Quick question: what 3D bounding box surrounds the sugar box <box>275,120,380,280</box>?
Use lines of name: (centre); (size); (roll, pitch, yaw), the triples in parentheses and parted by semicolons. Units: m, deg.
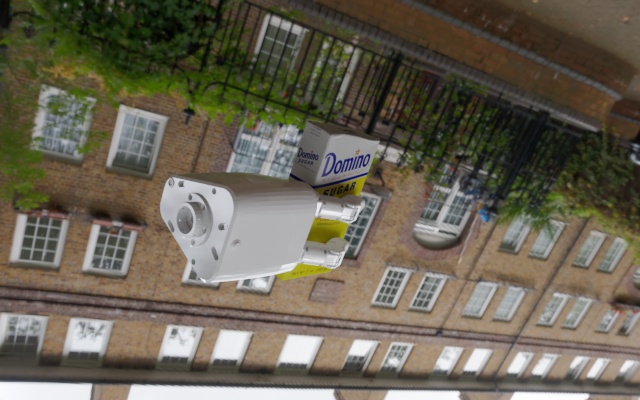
sugar box: (0.000, 0.002, 0.550); (0.048, 0.176, 0.093); (34, 22, 35)
